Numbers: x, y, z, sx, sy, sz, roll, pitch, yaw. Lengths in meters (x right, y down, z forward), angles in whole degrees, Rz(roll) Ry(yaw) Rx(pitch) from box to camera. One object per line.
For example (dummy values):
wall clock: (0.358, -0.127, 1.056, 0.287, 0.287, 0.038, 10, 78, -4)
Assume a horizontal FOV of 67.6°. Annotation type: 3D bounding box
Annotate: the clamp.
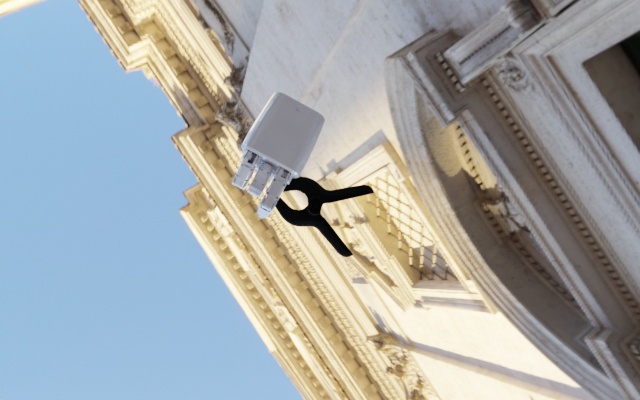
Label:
clamp: (0.000, 0.003, 0.763, 0.171, 0.120, 0.039, 29, -11, -9)
